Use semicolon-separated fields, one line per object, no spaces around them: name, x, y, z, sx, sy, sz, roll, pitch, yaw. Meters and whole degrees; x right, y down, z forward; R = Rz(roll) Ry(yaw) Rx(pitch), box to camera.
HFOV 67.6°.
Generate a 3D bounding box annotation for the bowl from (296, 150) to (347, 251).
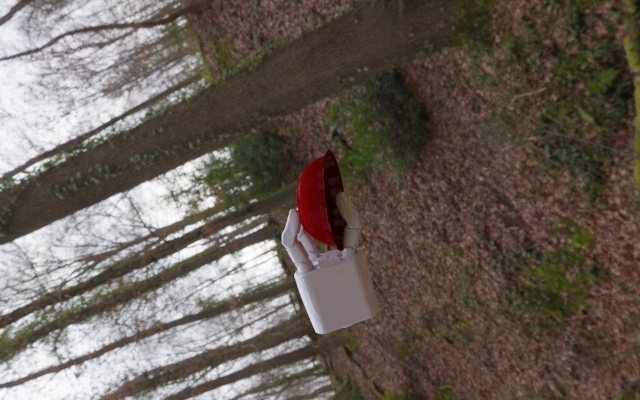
bowl;0.000;0.001;0.764;0.055;0.162;0.162;-6;-2;13
